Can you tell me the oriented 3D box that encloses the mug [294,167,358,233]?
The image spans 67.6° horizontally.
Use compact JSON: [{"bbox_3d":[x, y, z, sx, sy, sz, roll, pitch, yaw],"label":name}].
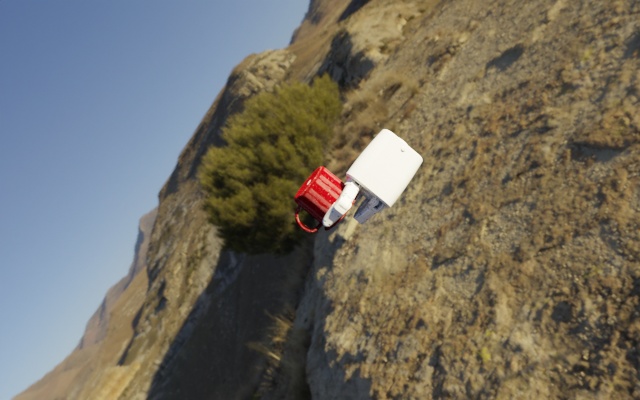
[{"bbox_3d":[-0.001,0.004,0.857,0.081,0.117,0.093,39,-5,-9],"label":"mug"}]
